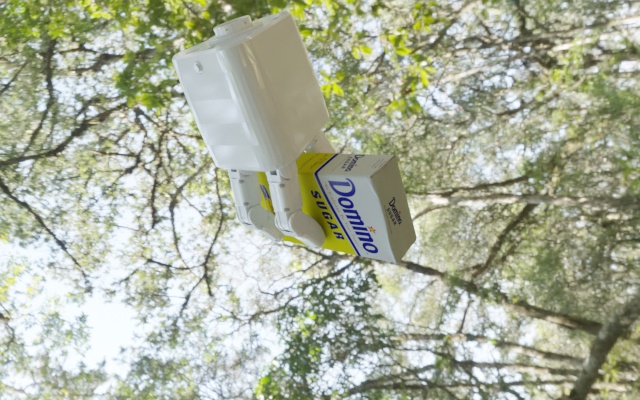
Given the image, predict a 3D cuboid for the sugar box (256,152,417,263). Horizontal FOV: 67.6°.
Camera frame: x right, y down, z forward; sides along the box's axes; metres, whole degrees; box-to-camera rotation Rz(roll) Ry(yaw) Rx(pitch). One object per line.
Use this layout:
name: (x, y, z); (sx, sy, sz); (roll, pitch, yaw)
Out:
sugar box: (0.000, 0.002, 0.469); (0.176, 0.093, 0.048); (8, 38, 42)
